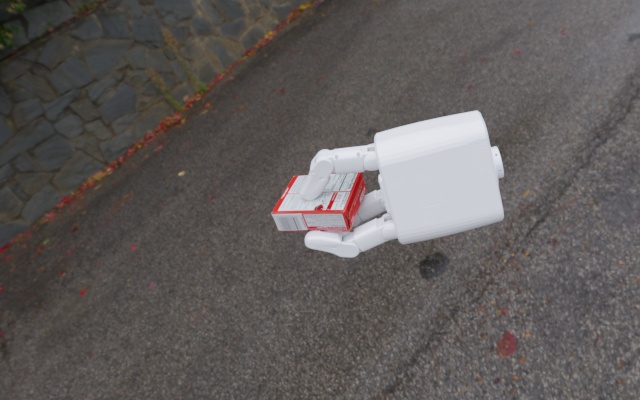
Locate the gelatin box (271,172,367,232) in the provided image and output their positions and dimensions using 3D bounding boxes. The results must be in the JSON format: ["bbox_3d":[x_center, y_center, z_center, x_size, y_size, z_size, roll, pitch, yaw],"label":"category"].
[{"bbox_3d":[0.000,0.001,0.534,0.089,0.030,0.073,-2,37,23],"label":"gelatin box"}]
